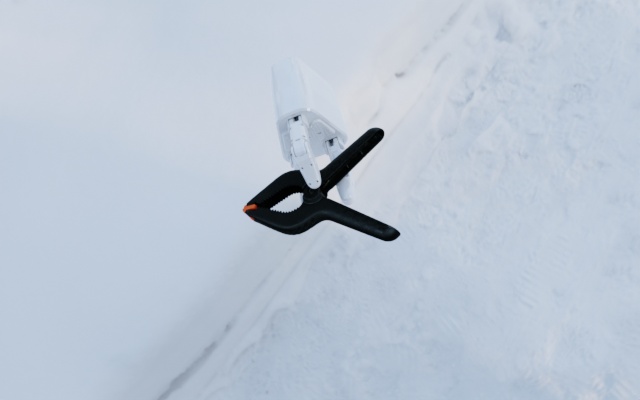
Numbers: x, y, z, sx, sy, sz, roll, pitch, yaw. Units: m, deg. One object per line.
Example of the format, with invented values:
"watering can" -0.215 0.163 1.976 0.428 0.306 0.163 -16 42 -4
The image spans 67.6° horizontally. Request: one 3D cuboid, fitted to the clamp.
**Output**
"clamp" -0.001 0.002 0.618 0.210 0.164 0.036 -19 -34 12
